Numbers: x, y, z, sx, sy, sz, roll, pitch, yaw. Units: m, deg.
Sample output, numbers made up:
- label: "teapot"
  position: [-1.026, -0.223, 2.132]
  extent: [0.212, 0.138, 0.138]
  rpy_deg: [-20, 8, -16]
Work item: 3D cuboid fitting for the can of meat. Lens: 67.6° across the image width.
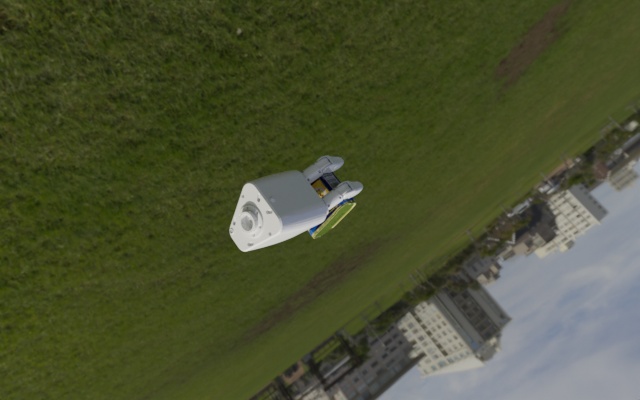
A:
- label: "can of meat"
  position: [0.000, 0.003, 0.815]
  extent: [0.102, 0.084, 0.057]
  rpy_deg: [-48, -19, 31]
